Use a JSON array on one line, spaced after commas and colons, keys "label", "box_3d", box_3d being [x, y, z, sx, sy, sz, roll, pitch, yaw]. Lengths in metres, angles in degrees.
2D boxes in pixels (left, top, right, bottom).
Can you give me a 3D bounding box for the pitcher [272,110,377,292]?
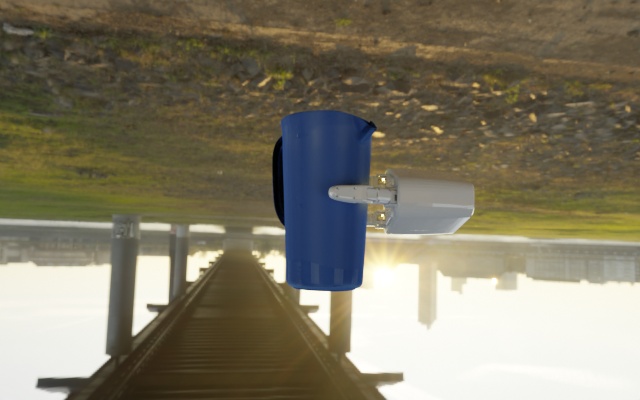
[{"label": "pitcher", "box_3d": [0.000, 0.002, 0.685, 0.145, 0.243, 0.149, 2, -5, -4]}]
